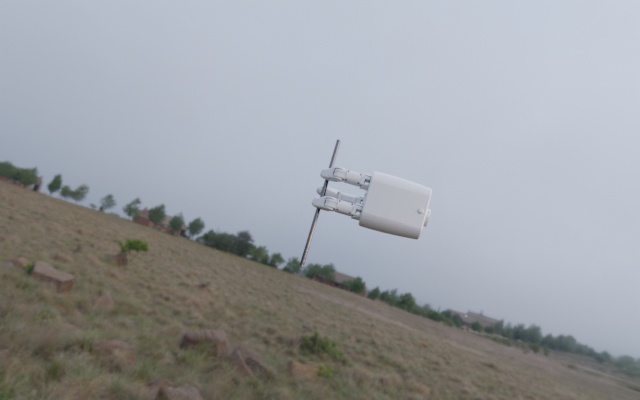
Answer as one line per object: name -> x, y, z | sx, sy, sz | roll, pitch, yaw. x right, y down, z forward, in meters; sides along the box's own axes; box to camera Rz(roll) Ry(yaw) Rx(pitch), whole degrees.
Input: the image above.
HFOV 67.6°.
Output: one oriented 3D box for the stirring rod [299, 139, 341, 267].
stirring rod -> 0.000, 0.003, 0.865 | 0.011, 0.239, 0.011 | 16, -8, 2
